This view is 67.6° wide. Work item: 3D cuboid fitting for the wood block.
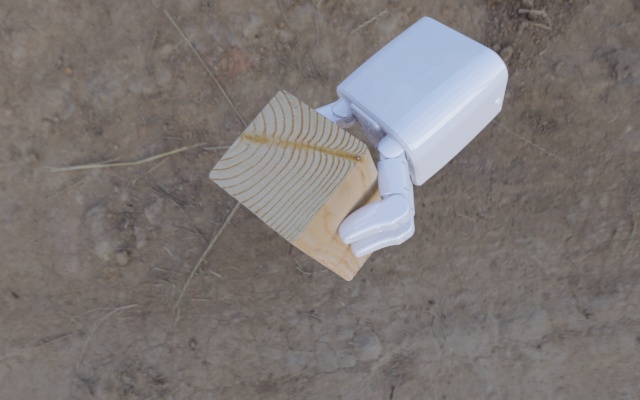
[{"bbox_3d":[0.000,0.001,0.440,0.091,0.090,0.206,37,-5,22],"label":"wood block"}]
